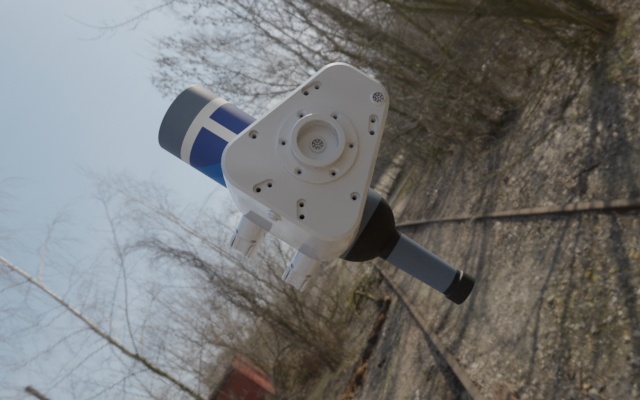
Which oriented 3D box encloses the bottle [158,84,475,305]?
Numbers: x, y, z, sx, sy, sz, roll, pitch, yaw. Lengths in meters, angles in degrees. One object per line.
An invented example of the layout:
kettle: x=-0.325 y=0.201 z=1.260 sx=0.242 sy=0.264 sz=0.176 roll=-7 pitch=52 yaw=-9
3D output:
bottle: x=0.000 y=0.001 z=0.420 sx=0.295 sy=0.069 sz=0.069 roll=32 pitch=2 yaw=4
